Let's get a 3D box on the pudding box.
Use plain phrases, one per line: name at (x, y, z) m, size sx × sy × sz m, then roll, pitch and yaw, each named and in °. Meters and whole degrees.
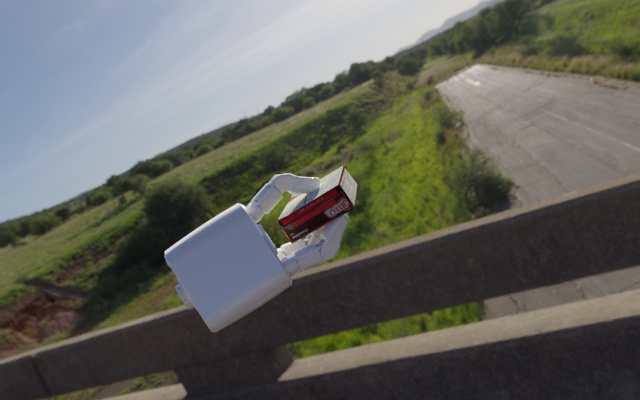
pudding box at (0.000, 0.002, 0.605) m, size 0.090 × 0.039 × 0.113 m, roll -29°, pitch 13°, yaw 14°
